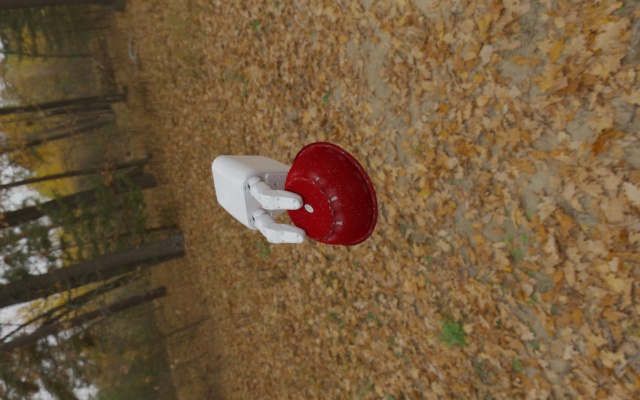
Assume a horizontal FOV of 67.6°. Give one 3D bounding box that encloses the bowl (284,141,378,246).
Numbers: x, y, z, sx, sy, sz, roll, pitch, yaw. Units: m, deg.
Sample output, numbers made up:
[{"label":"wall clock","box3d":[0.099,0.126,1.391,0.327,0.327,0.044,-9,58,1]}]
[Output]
[{"label":"bowl","box3d":[0.001,0.002,0.669,0.162,0.162,0.055,0,22,45]}]
